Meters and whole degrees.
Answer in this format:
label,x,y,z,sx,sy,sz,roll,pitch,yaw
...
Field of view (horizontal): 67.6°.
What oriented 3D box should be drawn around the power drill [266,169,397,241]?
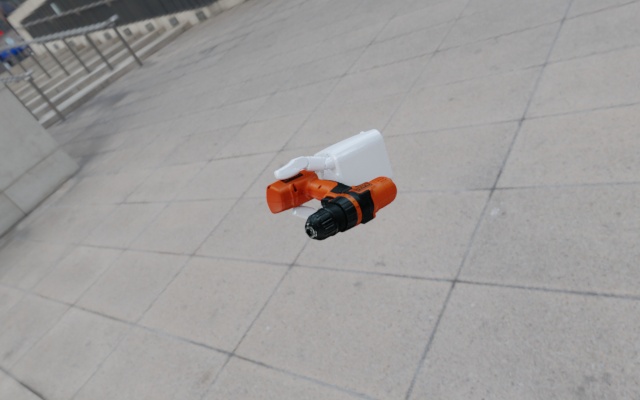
label,x,y,z,sx,sy,sz,roll,pitch,yaw
power drill,0.000,0.002,0.756,0.187,0.057,0.184,13,28,43
